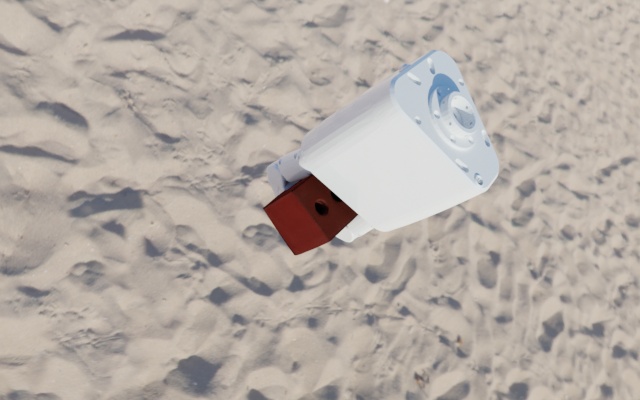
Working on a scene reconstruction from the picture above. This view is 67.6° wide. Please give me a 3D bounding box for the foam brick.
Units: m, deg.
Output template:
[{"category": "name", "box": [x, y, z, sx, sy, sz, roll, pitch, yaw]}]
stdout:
[{"category": "foam brick", "box": [0.000, 0.002, 0.419, 0.078, 0.053, 0.051, -41, 9, -39]}]
